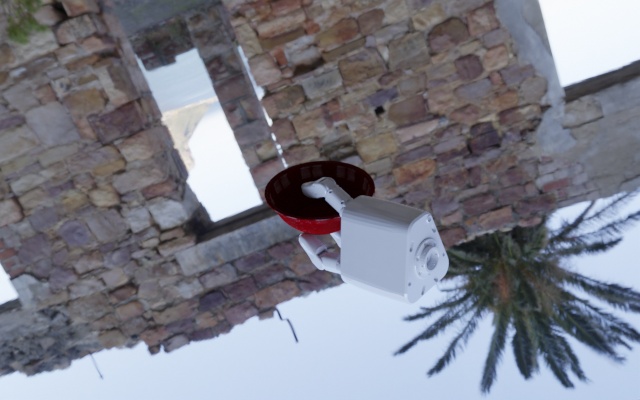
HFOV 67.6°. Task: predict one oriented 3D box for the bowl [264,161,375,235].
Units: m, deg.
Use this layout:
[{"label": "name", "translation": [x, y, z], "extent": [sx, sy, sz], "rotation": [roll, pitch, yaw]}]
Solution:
[{"label": "bowl", "translation": [-0.001, 0.002, 0.710], "extent": [0.162, 0.055, 0.162], "rotation": [-3, 34, 2]}]
